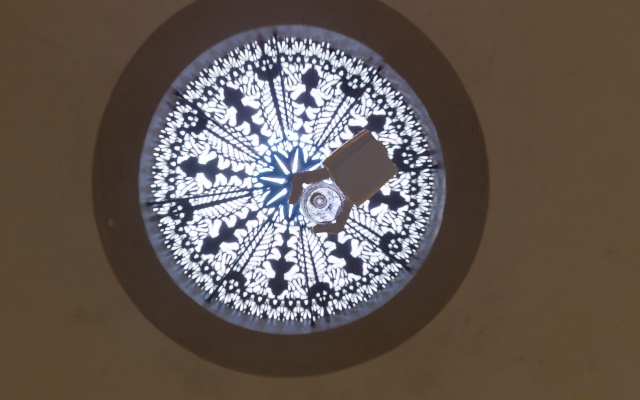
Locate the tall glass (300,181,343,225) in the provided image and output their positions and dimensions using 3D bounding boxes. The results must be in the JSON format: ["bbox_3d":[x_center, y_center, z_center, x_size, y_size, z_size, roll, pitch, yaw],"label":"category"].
[{"bbox_3d":[0.000,0.003,0.898,0.079,0.079,0.201,0,3,-3],"label":"tall glass"}]
